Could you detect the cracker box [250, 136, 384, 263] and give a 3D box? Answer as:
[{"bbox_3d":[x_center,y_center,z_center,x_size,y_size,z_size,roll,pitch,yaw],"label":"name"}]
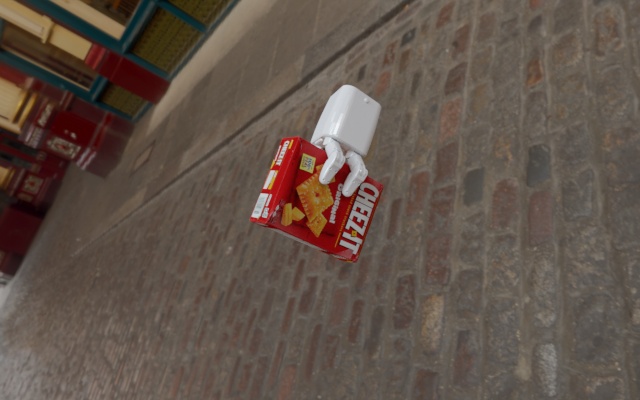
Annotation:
[{"bbox_3d":[0.000,0.003,0.878,0.214,0.164,0.072,27,-11,-31],"label":"cracker box"}]
